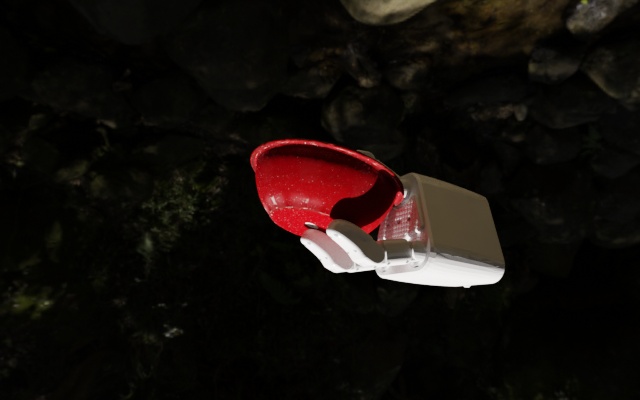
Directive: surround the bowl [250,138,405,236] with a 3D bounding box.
[{"bbox_3d":[-0.001,0.002,0.483,0.162,0.055,0.162,13,-21,5],"label":"bowl"}]
